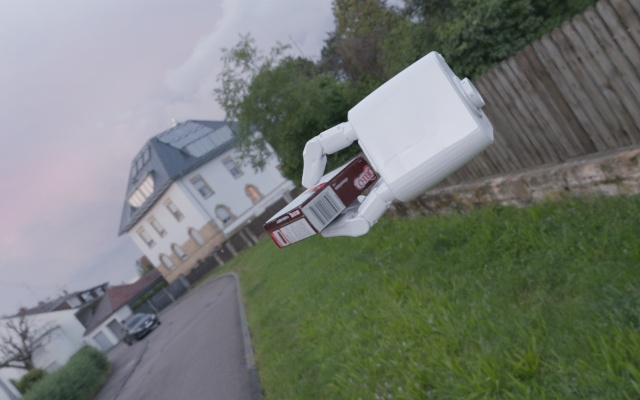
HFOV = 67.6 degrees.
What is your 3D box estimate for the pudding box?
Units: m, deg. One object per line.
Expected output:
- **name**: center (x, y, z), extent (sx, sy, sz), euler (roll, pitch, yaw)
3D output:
- **pudding box**: center (0.000, 0.002, 0.546), extent (0.113, 0.039, 0.090), euler (-39, 6, -35)
